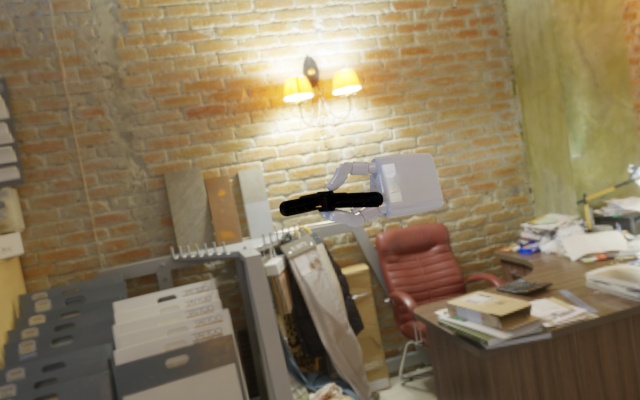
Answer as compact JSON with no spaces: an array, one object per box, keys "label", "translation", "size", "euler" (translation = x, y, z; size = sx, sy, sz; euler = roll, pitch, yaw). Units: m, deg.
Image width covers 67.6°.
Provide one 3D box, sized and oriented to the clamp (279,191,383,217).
[{"label":"clamp","translation":[0.000,0.002,0.833],"size":[0.164,0.036,0.210],"euler":[-5,3,-12]}]
